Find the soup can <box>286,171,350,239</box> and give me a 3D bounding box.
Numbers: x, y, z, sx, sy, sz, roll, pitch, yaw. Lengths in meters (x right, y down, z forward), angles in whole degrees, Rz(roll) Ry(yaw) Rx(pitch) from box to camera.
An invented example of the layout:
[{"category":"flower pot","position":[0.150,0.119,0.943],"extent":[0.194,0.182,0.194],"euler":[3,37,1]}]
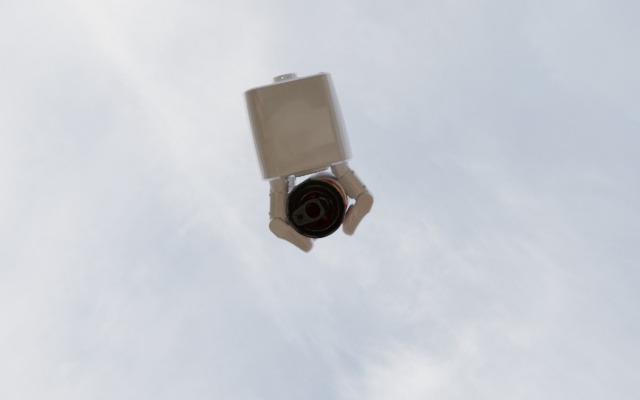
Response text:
[{"category":"soup can","position":[0.000,0.002,0.581],"extent":[0.068,0.068,0.102],"euler":[0,9,7]}]
